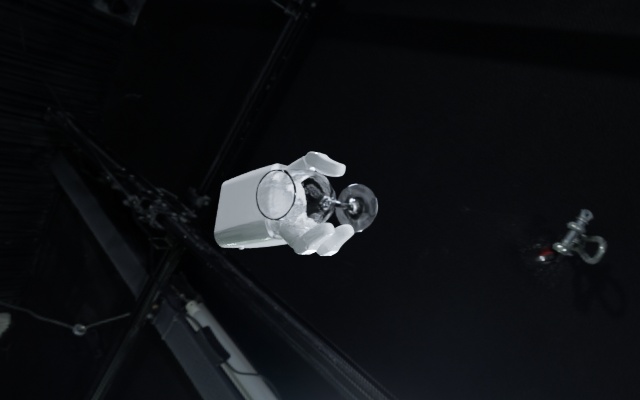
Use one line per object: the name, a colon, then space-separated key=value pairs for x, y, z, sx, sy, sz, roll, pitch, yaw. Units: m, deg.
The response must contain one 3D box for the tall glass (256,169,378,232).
tall glass: x=0.001 y=0.002 z=0.656 sx=0.079 sy=0.079 sz=0.201 roll=0 pitch=-5 yaw=34
